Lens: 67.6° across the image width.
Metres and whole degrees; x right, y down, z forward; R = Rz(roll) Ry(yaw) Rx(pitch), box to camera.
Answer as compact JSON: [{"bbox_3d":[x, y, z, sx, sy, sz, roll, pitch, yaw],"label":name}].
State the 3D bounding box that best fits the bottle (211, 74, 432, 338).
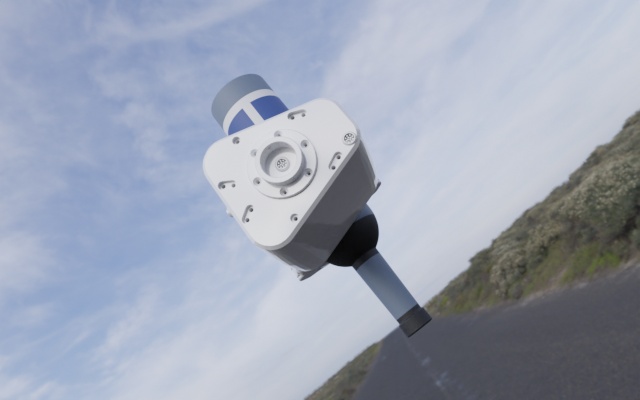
[{"bbox_3d":[0.000,0.001,0.460,0.069,0.295,0.069,-34,-18,-13],"label":"bottle"}]
